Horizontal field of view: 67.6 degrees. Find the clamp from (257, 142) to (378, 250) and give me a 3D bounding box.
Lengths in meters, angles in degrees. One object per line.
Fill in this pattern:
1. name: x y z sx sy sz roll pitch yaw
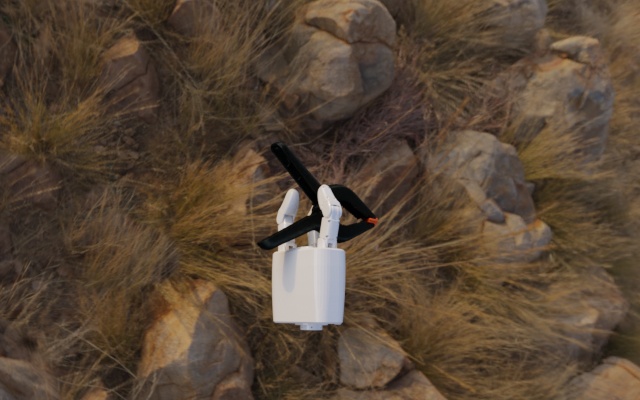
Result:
1. clamp: 0.001 0.003 0.742 0.210 0.164 0.036 9 -16 -33
